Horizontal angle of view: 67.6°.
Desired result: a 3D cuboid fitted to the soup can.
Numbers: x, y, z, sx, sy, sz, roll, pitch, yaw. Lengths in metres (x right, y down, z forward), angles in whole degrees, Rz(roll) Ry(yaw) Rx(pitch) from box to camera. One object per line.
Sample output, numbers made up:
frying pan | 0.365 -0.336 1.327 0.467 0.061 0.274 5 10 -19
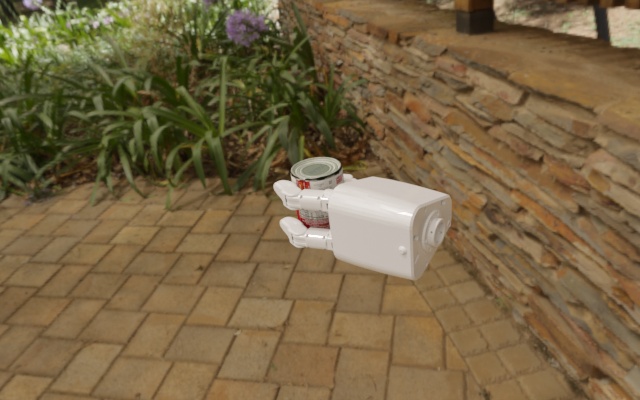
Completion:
soup can | 0.000 0.002 0.630 0.068 0.102 0.068 -6 28 3
